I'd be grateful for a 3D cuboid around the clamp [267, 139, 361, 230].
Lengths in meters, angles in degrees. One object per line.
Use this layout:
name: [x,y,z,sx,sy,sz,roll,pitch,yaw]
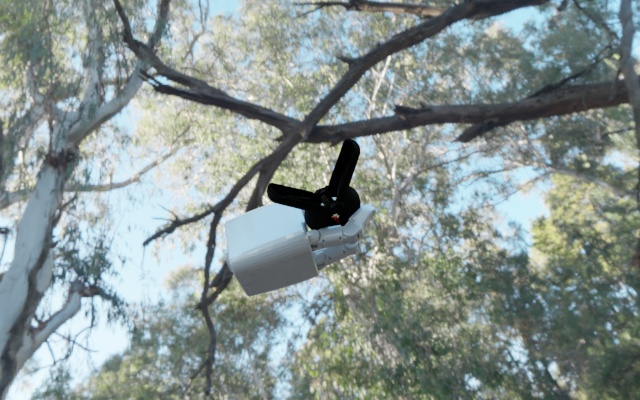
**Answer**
clamp: [0.000,0.002,0.608,0.120,0.039,0.172,-21,-37,-6]
